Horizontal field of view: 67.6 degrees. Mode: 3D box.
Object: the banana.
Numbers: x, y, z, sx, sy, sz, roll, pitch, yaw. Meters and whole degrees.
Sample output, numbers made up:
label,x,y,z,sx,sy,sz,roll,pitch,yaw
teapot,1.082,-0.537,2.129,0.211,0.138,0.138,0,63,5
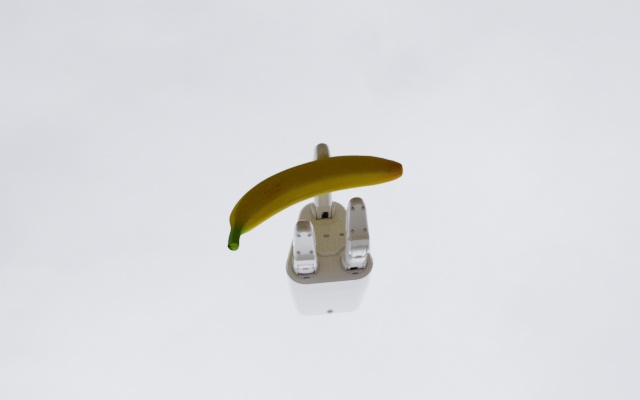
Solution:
label,x,y,z,sx,sy,sz,roll,pitch,yaw
banana,-0.012,-0.009,0.484,0.198,0.069,0.037,-25,-35,-18
